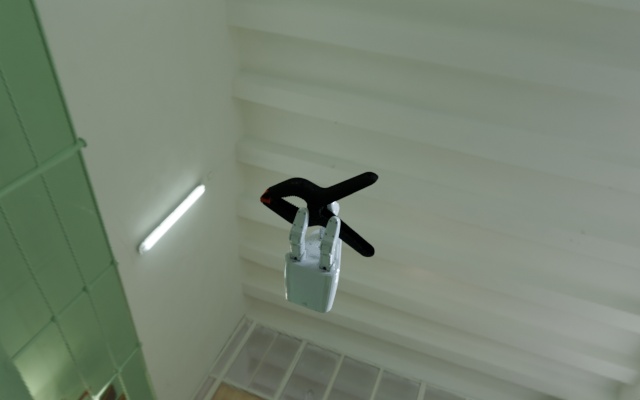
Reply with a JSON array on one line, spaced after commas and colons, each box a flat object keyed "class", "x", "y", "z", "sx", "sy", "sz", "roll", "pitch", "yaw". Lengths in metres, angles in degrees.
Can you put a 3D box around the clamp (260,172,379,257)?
[{"class": "clamp", "x": 0.000, "y": 0.002, "z": 0.790, "sx": 0.210, "sy": 0.165, "sz": 0.036, "roll": 17, "pitch": 38, "yaw": 14}]
